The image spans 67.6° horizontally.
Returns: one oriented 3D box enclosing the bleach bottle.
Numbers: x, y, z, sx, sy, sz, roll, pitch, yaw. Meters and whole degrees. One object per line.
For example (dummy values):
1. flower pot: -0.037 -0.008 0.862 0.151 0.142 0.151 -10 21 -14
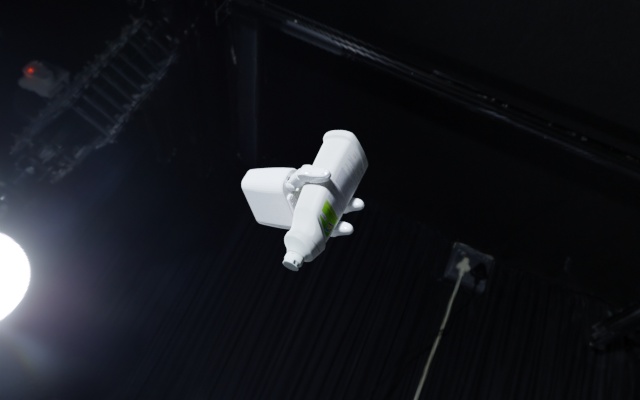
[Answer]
1. bleach bottle: 0.000 0.003 0.818 0.068 0.250 0.103 5 -36 36
